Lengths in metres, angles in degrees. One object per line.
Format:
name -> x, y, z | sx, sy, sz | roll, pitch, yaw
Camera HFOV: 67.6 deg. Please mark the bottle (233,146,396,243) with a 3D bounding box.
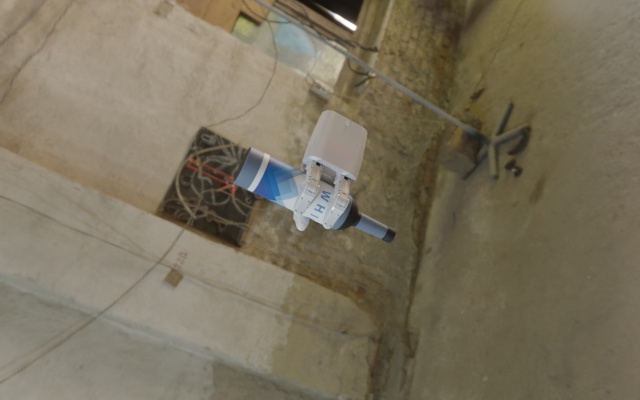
bottle -> 0.000, 0.003, 0.816 | 0.296, 0.069, 0.069 | 26, -8, -16
